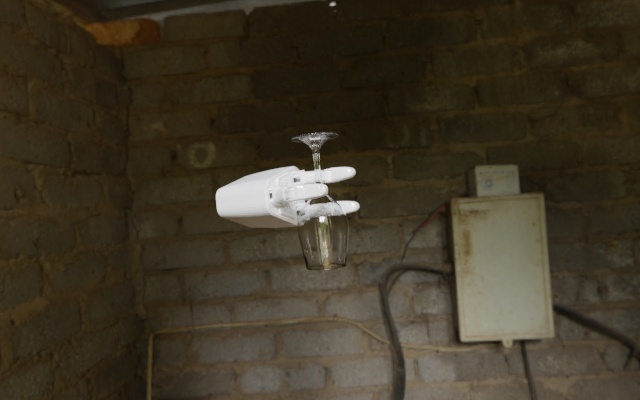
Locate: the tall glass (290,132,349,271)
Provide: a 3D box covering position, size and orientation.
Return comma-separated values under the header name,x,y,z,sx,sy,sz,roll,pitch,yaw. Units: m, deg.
name,x,y,z,sx,sy,sz,roll,pitch,yaw
tall glass,0.000,0.002,0.726,0.079,0.201,0.079,-6,-1,0
